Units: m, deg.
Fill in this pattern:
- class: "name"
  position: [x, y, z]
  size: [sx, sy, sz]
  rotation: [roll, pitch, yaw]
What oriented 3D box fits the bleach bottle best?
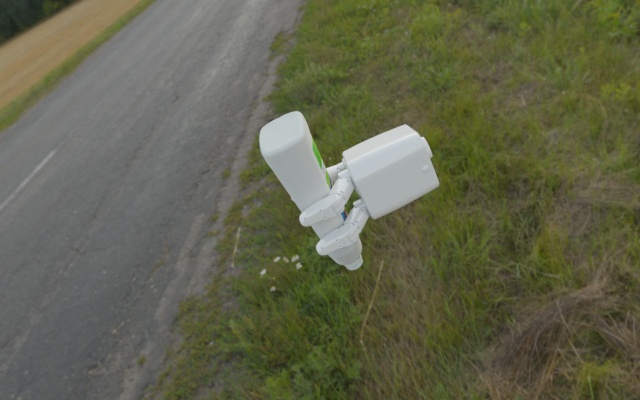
- class: "bleach bottle"
  position: [0.000, 0.002, 0.690]
  size: [0.068, 0.251, 0.102]
  rotation: [-25, 33, 8]
